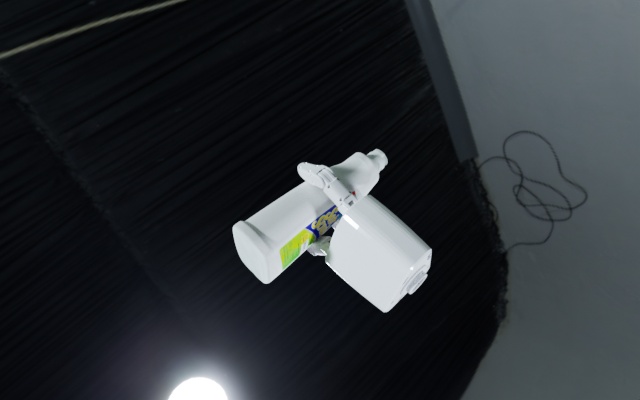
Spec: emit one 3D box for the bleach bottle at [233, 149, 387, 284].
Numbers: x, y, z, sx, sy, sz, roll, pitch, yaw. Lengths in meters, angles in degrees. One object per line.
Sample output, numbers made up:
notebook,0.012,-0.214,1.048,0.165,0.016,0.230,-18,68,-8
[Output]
bleach bottle,0.000,0.002,0.655,0.250,0.068,0.103,-39,-24,-24
